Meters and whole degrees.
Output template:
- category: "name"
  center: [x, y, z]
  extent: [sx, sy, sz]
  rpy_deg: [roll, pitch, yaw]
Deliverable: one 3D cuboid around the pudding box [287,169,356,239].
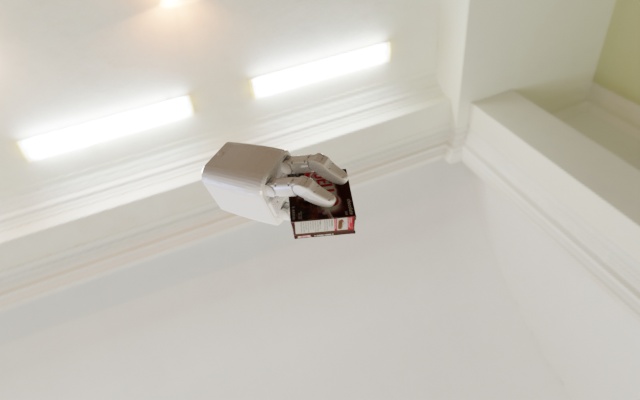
- category: "pudding box"
  center: [0.000, 0.002, 0.688]
  extent: [0.090, 0.039, 0.113]
  rpy_deg: [-6, 42, -2]
